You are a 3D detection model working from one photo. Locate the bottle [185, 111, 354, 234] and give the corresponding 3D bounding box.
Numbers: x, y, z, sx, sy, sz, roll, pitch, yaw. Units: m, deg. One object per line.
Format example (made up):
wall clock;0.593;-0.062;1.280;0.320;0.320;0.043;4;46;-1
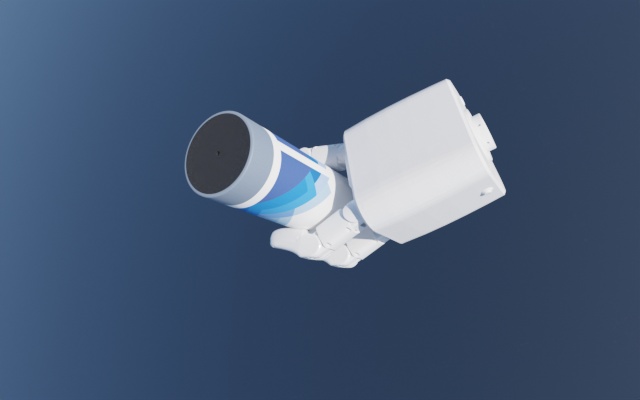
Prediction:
bottle;0.000;0.001;0.467;0.069;0.069;0.296;0;-14;32
